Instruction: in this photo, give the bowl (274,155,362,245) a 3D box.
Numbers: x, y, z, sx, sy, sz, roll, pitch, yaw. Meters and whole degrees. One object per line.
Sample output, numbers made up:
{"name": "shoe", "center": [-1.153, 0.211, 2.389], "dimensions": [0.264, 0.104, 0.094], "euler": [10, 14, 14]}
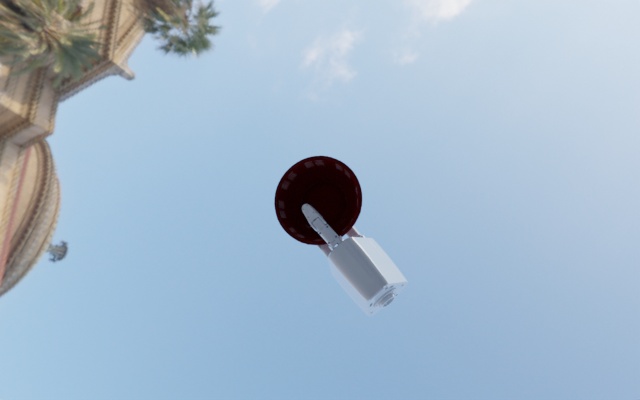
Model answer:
{"name": "bowl", "center": [0.000, 0.002, 0.872], "dimensions": [0.162, 0.162, 0.055], "euler": [0, -9, 13]}
